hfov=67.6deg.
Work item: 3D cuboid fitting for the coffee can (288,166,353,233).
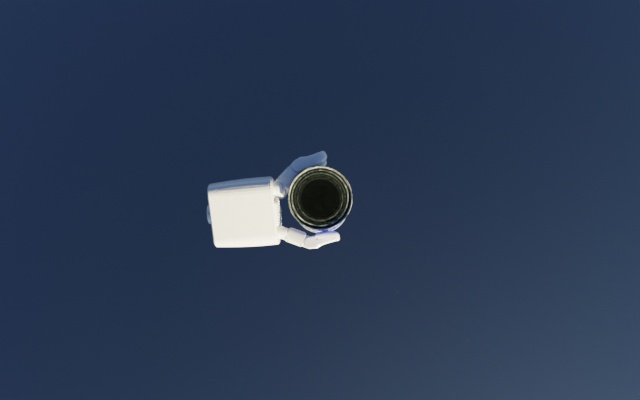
[{"bbox_3d":[0.000,0.003,0.818,0.103,0.103,0.140,0,-6,0],"label":"coffee can"}]
